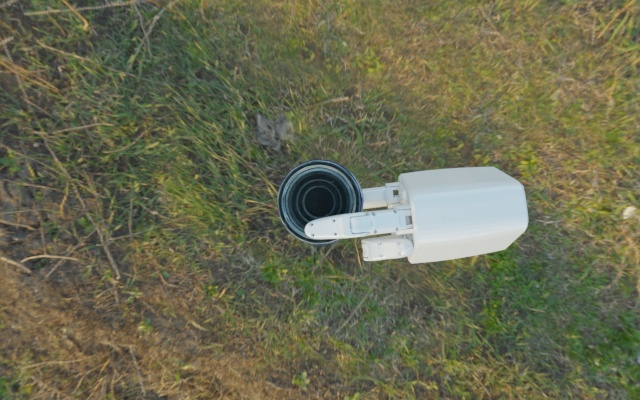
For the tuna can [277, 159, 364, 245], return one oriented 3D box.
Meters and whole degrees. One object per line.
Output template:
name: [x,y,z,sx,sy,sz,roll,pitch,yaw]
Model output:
tuna can: [0.000,0.002,0.480,0.086,0.086,0.034,0,1,7]
